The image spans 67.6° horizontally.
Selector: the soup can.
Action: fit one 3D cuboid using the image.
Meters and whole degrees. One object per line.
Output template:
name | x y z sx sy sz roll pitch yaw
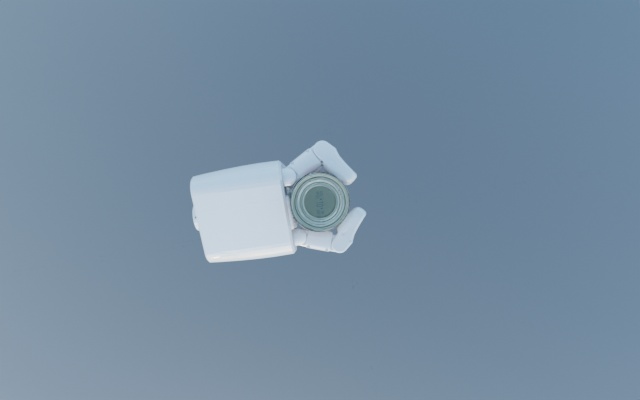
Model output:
soup can | 0.001 0.002 0.568 0.068 0.068 0.102 0 -1 1
